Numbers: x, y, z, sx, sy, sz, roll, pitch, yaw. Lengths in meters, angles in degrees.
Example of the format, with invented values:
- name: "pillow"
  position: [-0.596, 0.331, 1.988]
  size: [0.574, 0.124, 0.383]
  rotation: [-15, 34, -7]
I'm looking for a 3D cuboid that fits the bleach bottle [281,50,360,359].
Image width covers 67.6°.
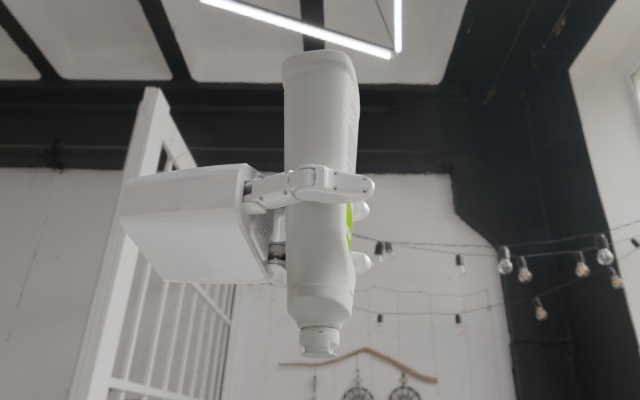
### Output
- name: "bleach bottle"
  position: [0.000, 0.001, 0.407]
  size: [0.068, 0.250, 0.103]
  rotation: [-4, -26, 11]
